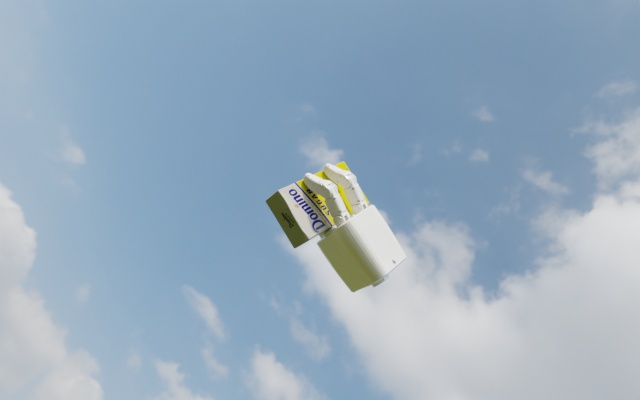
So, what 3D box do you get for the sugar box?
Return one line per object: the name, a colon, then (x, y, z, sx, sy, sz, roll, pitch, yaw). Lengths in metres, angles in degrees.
sugar box: (0.001, 0.002, 0.803, 0.048, 0.093, 0.176, -35, -5, 41)
